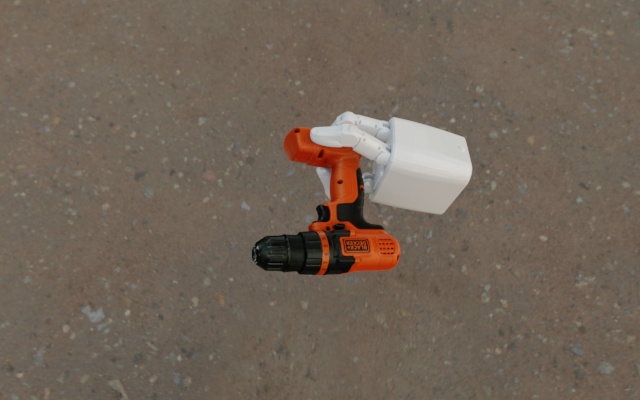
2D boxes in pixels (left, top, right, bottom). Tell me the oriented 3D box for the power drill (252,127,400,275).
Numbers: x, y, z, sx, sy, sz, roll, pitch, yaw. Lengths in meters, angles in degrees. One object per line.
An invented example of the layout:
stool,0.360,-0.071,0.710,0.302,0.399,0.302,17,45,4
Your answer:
power drill,0.000,0.002,0.596,0.184,0.187,0.057,3,-25,-24
